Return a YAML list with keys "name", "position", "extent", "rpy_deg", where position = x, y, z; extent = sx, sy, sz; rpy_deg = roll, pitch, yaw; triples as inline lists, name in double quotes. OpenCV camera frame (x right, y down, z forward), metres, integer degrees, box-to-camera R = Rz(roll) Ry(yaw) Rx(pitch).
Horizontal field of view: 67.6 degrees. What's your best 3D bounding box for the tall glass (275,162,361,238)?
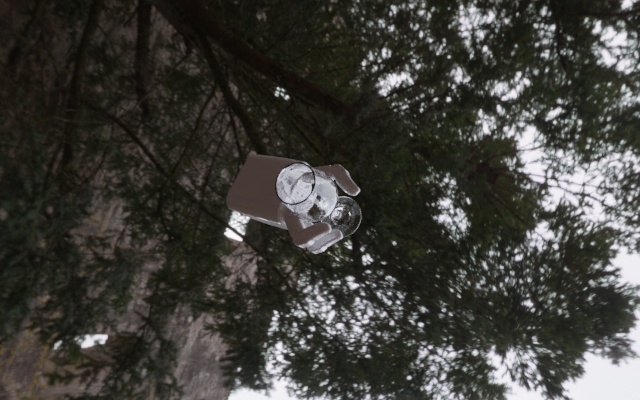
- name: "tall glass"
  position: [0.001, 0.003, 0.748]
  extent: [0.079, 0.079, 0.201]
  rpy_deg: [0, -15, 22]
